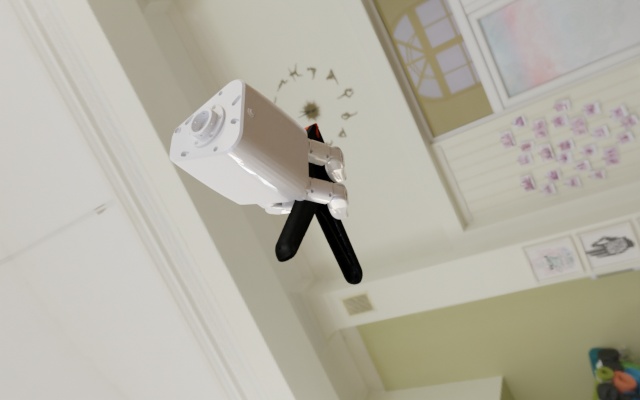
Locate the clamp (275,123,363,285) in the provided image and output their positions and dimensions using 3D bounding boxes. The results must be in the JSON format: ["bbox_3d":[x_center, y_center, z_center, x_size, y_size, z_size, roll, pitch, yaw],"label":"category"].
[{"bbox_3d":[-0.001,0.002,0.601,0.036,0.209,0.165,-19,-34,27],"label":"clamp"}]
